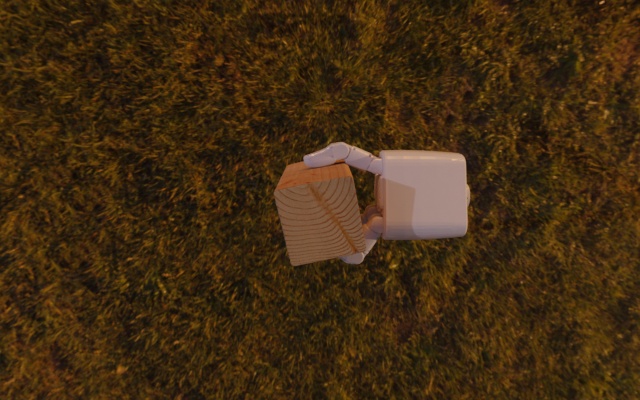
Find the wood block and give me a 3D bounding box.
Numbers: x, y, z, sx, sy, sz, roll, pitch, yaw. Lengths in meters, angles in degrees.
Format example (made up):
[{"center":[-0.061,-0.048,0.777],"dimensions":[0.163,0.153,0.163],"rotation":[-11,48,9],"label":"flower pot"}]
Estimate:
[{"center":[0.000,0.002,0.625],"dimensions":[0.090,0.091,0.206],"rotation":[-11,12,2],"label":"wood block"}]
